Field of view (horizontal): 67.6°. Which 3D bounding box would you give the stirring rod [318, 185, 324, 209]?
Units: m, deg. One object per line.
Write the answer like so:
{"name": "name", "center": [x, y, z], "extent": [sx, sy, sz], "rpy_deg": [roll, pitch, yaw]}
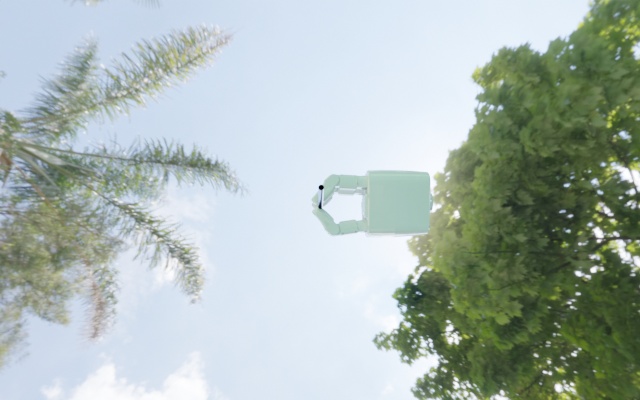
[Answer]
{"name": "stirring rod", "center": [0.000, 0.003, 0.765], "extent": [0.011, 0.011, 0.239], "rpy_deg": [0, -10, 0]}
